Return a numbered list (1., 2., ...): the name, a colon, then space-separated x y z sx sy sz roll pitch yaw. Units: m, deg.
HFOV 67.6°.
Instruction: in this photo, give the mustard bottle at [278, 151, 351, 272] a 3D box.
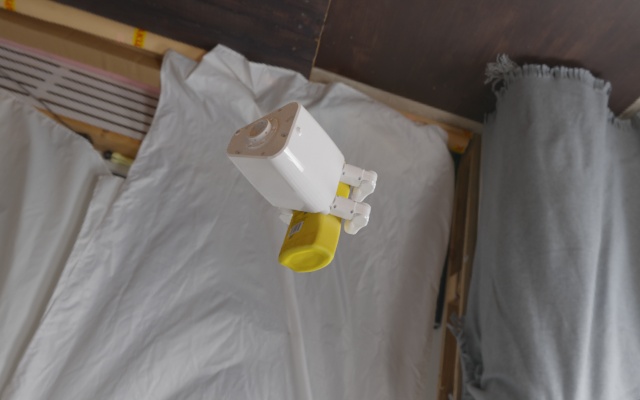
1. mustard bottle: 0.000 0.003 0.675 0.058 0.191 0.096 30 -36 -21
